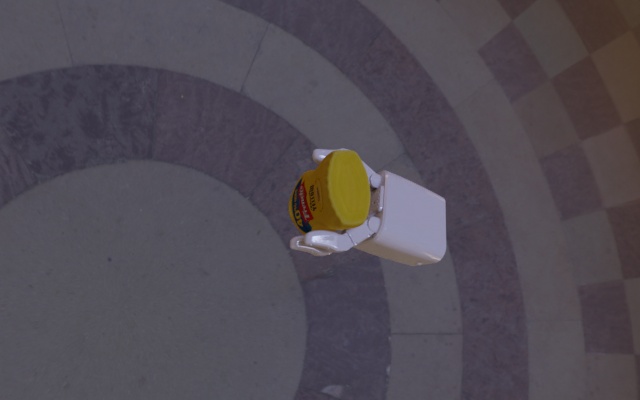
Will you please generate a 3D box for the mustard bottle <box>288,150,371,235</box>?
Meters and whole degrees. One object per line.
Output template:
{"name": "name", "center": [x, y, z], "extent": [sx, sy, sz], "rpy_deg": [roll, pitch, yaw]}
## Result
{"name": "mustard bottle", "center": [0.000, 0.002, 0.657], "extent": [0.058, 0.096, 0.192], "rpy_deg": [-4, -10, -23]}
